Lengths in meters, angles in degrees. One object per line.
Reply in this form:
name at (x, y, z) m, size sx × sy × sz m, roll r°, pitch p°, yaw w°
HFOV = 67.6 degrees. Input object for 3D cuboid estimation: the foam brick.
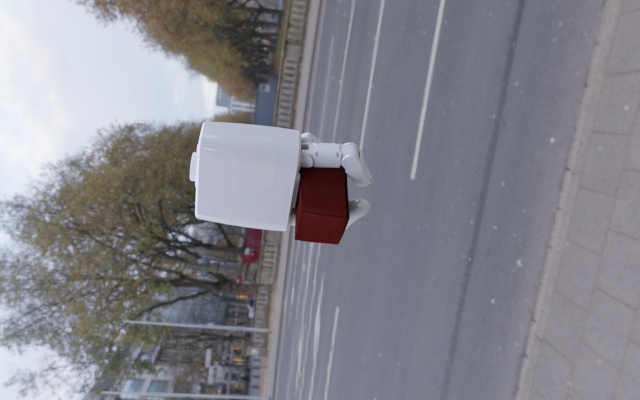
foam brick at (0.000, 0.002, 0.526) m, size 0.051 × 0.078 × 0.053 m, roll 7°, pitch -41°, yaw -9°
